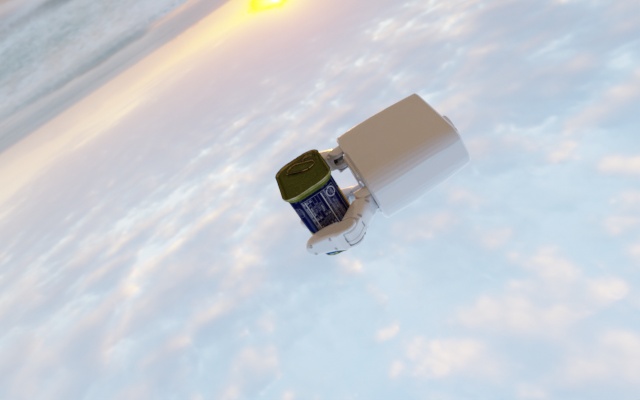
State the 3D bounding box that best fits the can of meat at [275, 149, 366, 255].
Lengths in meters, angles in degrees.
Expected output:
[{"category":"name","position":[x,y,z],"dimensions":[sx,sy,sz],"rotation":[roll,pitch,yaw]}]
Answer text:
[{"category":"can of meat","position":[0.000,0.002,0.521],"dimensions":[0.057,0.084,0.102],"rotation":[-33,24,2]}]
